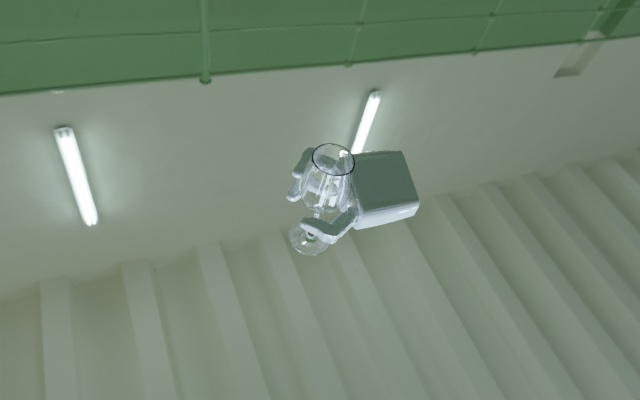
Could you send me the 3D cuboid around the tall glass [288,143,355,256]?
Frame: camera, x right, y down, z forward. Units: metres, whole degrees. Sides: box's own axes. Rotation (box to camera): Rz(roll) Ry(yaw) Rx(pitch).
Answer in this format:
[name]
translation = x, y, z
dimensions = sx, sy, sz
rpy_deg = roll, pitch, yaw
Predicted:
[tall glass]
translation = 0.000, 0.003, 0.740
dimensions = 0.079, 0.079, 0.201
rpy_deg = 0, -37, -13
